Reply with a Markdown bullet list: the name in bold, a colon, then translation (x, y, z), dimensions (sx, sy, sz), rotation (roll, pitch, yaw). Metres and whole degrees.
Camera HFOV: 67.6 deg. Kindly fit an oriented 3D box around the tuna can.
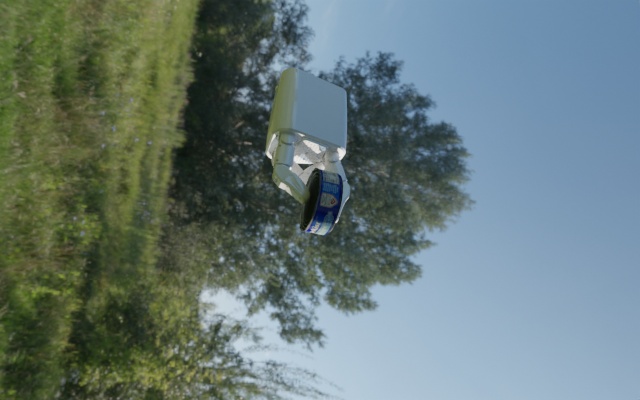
- **tuna can**: translation (0.001, 0.002, 0.631), dimensions (0.034, 0.086, 0.086), rotation (13, -3, -14)
